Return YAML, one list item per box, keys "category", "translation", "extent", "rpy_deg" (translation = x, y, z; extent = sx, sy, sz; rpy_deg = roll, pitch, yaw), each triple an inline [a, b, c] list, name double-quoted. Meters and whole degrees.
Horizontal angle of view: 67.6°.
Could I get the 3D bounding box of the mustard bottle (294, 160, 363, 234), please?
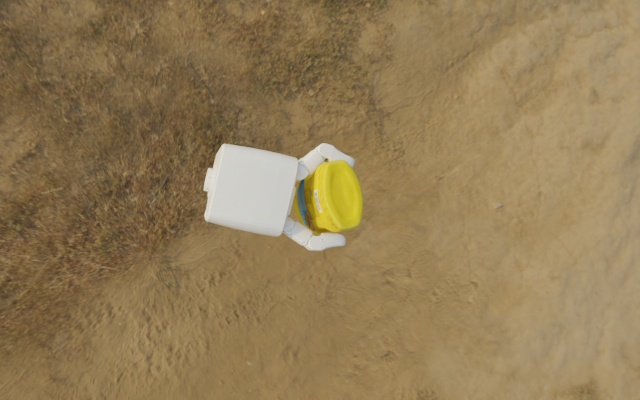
- category: "mustard bottle"
  translation: [0.001, 0.002, 0.724]
  extent: [0.058, 0.096, 0.191]
  rpy_deg: [-13, -2, -20]
